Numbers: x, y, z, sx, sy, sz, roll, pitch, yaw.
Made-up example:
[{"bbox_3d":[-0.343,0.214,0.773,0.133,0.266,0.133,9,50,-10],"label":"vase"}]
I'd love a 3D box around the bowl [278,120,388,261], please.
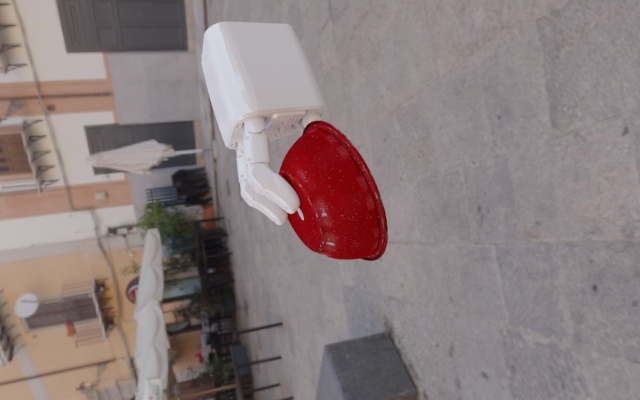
[{"bbox_3d":[0.000,0.003,0.498,0.055,0.162,0.162,-26,10,-21],"label":"bowl"}]
